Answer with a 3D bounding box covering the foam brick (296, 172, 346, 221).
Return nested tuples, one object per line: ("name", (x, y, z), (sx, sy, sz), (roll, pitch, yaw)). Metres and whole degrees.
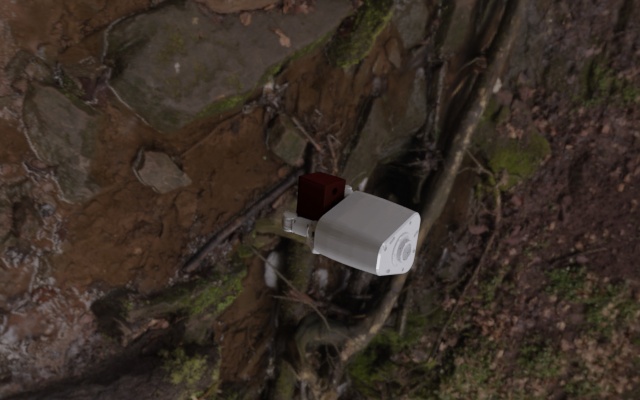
("foam brick", (0.000, 0.002, 0.710), (0.051, 0.078, 0.053), (19, 24, 35))
